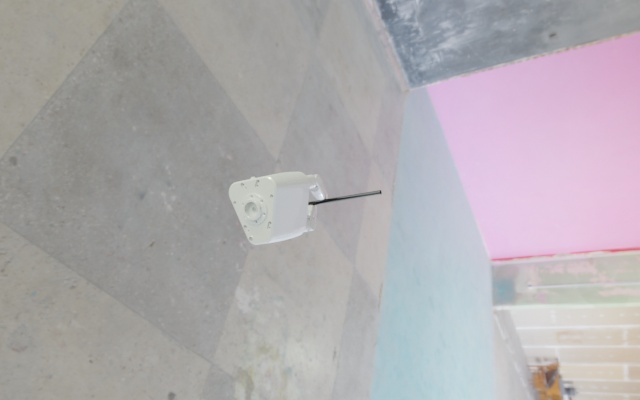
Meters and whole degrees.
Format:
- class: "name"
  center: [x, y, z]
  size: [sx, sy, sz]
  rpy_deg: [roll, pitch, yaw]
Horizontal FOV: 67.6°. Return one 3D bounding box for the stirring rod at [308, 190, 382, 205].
- class: "stirring rod"
  center: [0.000, 0.003, 0.893]
  size: [0.239, 0.011, 0.011]
  rpy_deg: [-9, -4, 27]
